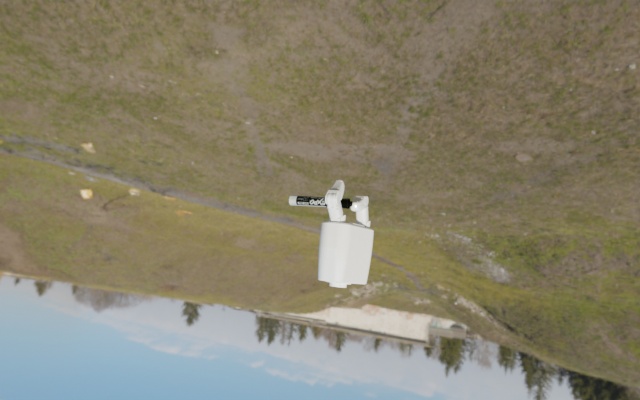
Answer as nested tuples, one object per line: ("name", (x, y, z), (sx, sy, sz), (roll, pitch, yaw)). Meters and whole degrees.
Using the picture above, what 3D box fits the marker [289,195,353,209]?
("marker", (0.000, 0.003, 0.870), (0.121, 0.020, 0.020), (3, 1, 22))
